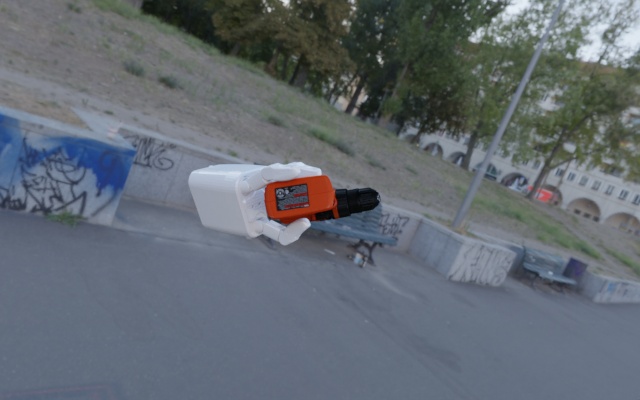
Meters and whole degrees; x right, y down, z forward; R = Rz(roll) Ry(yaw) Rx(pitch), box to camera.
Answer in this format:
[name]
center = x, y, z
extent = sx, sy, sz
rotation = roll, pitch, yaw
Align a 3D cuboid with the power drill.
[power drill]
center = 0.000, 0.002, 0.775
extent = 0.184, 0.057, 0.188
rotation = -11, -9, 10
